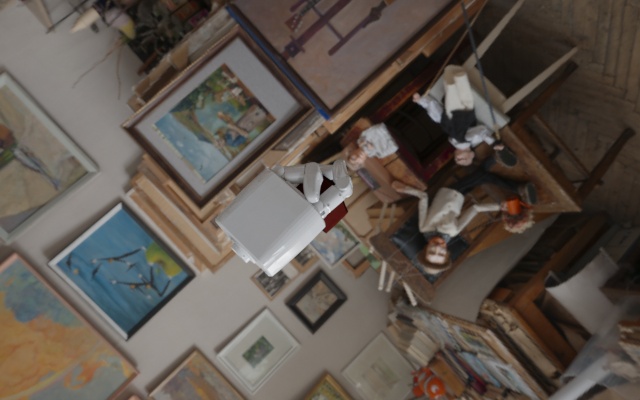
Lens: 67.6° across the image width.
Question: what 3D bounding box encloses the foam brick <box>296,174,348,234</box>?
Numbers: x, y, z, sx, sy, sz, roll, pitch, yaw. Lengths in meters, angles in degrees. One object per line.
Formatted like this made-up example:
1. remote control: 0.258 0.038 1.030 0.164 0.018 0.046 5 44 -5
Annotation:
1. foam brick: 0.000 0.003 0.726 0.053 0.051 0.078 35 -17 33
